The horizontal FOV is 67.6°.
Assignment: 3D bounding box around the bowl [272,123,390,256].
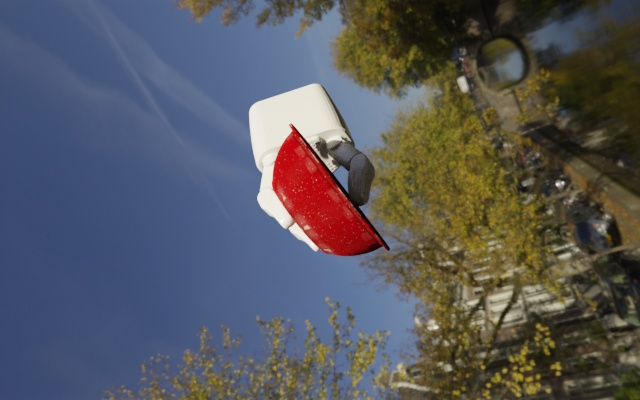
[{"bbox_3d":[0.000,0.002,0.484,0.055,0.162,0.162,-38,-3,4],"label":"bowl"}]
